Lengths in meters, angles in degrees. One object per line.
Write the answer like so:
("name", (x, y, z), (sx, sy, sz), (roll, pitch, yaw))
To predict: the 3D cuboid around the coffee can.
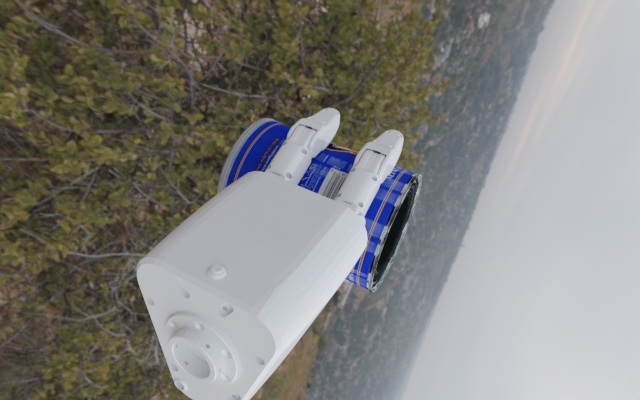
("coffee can", (0.000, 0.001, 0.402), (0.140, 0.103, 0.103), (22, 7, 17))
